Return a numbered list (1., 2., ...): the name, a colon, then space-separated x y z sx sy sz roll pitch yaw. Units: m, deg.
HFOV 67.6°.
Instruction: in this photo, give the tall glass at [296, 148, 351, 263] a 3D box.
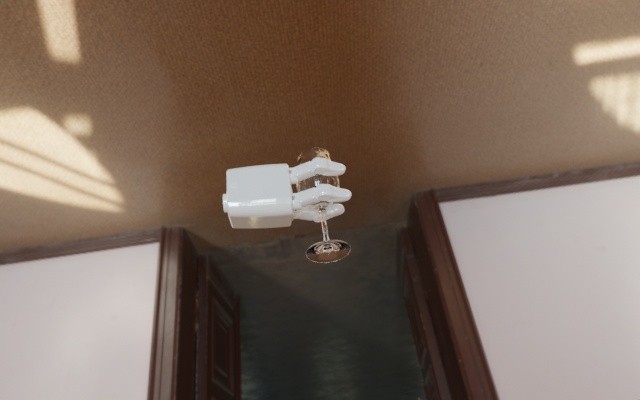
1. tall glass: 0.000 0.003 0.835 0.079 0.201 0.079 -6 -34 -4
